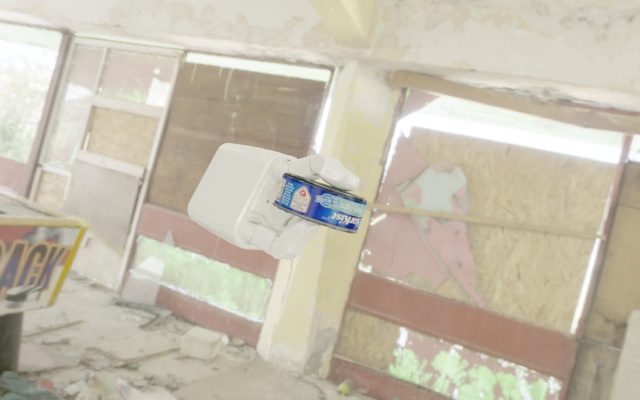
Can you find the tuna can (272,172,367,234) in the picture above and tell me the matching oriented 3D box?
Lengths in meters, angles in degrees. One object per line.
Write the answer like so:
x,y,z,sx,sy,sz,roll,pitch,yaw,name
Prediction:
0.000,0.001,0.455,0.086,0.034,0.086,19,4,-1,tuna can
